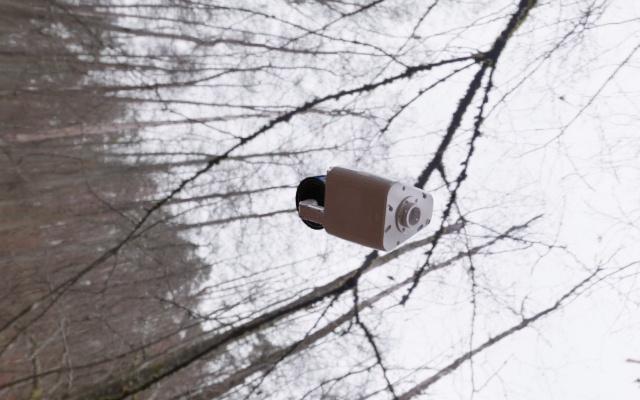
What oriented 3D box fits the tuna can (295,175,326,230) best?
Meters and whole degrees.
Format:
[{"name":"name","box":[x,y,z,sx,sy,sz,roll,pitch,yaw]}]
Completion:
[{"name":"tuna can","box":[0.000,0.002,0.759,0.034,0.086,0.086,-13,9,-43]}]
